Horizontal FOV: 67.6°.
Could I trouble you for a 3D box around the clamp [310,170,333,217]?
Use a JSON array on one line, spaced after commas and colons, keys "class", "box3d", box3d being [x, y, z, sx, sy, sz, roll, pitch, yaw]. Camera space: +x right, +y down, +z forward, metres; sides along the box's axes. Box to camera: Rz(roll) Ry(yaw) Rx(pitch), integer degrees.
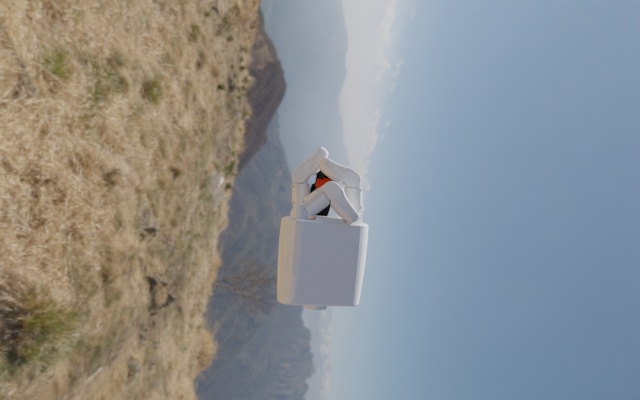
[{"class": "clamp", "box3d": [0.001, 0.002, 0.703, 0.039, 0.120, 0.171, 5, 0, 0]}]
